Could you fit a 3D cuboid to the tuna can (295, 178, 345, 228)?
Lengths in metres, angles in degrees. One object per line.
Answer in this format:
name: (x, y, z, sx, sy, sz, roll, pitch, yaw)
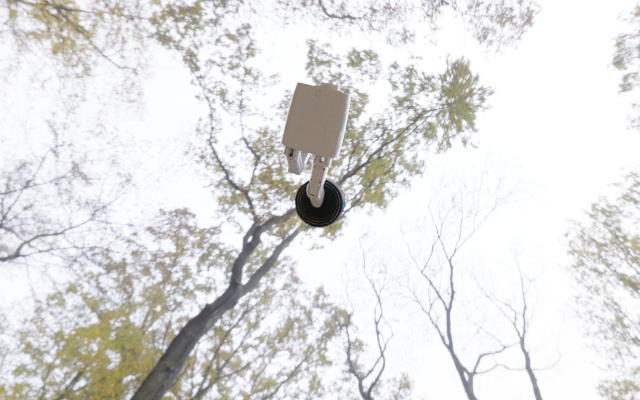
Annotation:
tuna can: (0.000, 0.003, 0.838, 0.086, 0.086, 0.034, 0, 6, 14)
